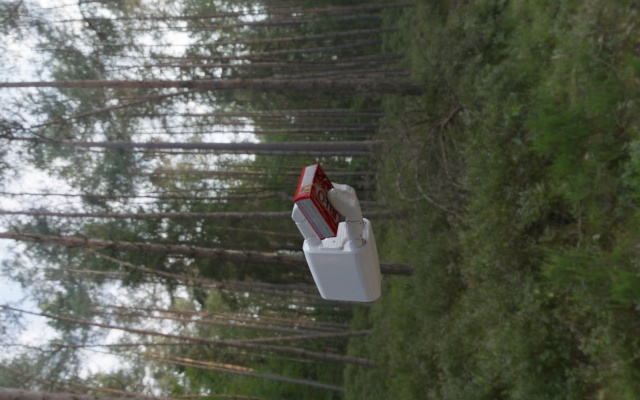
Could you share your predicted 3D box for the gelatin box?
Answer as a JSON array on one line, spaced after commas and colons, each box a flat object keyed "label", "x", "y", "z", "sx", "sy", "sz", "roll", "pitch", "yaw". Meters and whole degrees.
[{"label": "gelatin box", "x": 0.000, "y": 0.002, "z": 0.705, "sx": 0.030, "sy": 0.073, "sz": 0.089, "roll": -14, "pitch": -51, "yaw": 26}]
